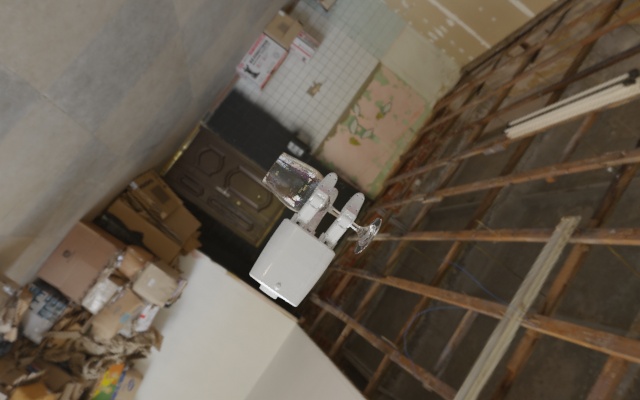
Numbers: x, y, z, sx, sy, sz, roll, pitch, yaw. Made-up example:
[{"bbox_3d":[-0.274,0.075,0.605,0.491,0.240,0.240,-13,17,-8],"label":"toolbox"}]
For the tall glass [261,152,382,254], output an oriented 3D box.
[{"bbox_3d":[0.001,0.003,0.795,0.201,0.079,0.079,36,-5,-7],"label":"tall glass"}]
